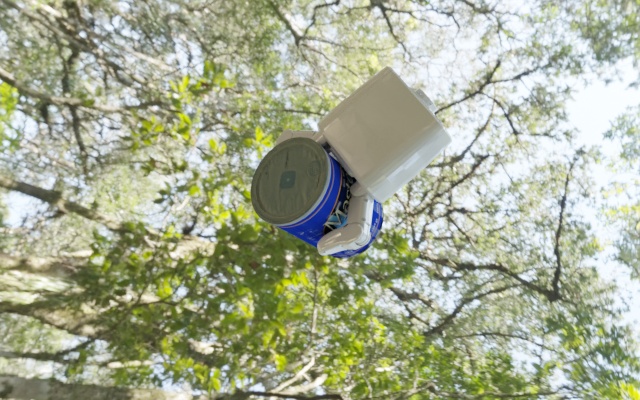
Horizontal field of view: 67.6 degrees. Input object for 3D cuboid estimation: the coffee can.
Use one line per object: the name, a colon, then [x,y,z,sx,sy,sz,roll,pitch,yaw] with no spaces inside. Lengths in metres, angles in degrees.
coffee can: [0.000,0.002,0.569,0.103,0.102,0.140,0,-21,34]
